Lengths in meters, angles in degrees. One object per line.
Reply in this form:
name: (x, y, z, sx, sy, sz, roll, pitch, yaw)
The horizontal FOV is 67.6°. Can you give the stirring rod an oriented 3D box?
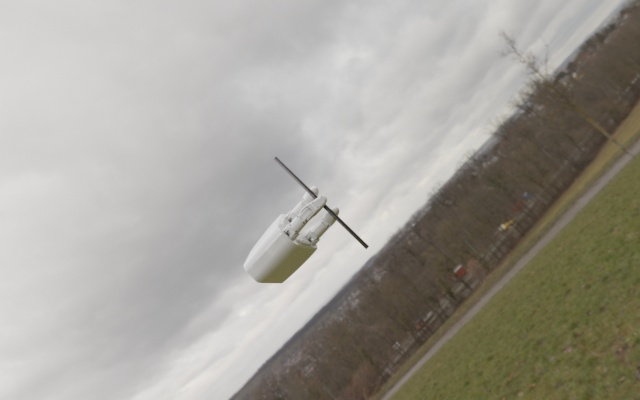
stirring rod: (0.000, 0.003, 0.881, 0.239, 0.011, 0.011, 44, 8, 9)
